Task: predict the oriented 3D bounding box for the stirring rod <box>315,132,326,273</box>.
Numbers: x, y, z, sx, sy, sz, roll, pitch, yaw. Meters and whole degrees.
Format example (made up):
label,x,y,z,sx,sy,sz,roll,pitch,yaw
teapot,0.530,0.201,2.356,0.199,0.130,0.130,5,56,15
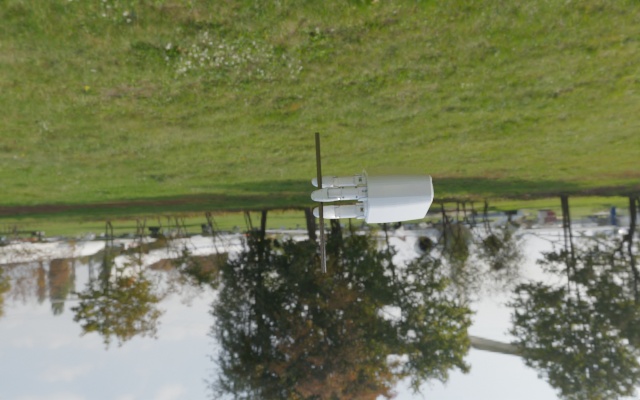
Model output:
label,x,y,z,sx,sy,sz,roll,pitch,yaw
stirring rod,0.000,0.003,0.818,0.011,0.239,0.011,-3,-4,0
